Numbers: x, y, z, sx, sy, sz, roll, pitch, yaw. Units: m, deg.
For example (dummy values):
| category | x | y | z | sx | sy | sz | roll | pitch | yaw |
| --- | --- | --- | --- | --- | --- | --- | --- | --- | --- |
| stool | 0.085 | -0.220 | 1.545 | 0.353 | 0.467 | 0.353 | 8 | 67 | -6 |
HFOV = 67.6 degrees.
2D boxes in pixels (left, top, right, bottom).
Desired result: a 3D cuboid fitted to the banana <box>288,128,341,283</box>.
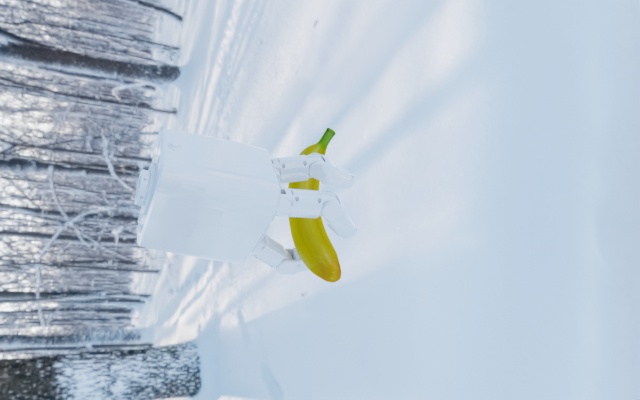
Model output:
| category | x | y | z | sx | sy | sz | roll | pitch | yaw |
| --- | --- | --- | --- | --- | --- | --- | --- | --- | --- |
| banana | -0.010 | 0.008 | 0.532 | 0.037 | 0.197 | 0.070 | 17 | -38 | -27 |
